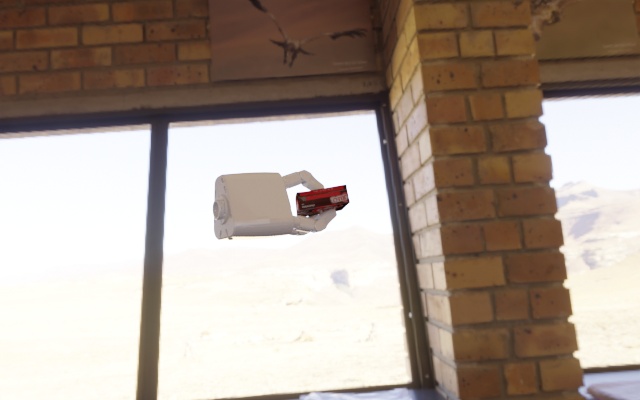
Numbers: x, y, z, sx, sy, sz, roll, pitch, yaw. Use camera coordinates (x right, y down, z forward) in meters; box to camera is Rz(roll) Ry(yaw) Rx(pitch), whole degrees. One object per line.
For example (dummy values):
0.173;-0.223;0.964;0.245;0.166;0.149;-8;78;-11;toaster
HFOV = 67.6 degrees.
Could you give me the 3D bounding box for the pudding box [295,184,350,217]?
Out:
0.000;0.003;0.862;0.090;0.039;0.113;-9;-5;-6;pudding box
